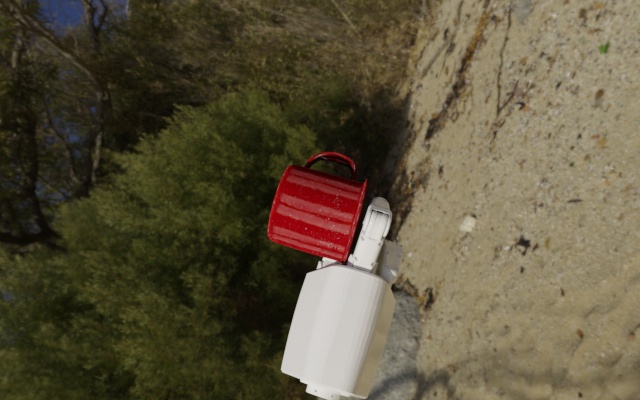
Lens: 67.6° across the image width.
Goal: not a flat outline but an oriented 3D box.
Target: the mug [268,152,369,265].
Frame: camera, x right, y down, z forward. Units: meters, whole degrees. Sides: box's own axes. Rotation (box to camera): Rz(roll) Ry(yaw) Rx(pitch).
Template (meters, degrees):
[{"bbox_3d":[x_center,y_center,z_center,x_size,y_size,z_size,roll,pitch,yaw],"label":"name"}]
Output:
[{"bbox_3d":[0.000,0.000,0.485,0.081,0.117,0.093,16,-20,3],"label":"mug"}]
